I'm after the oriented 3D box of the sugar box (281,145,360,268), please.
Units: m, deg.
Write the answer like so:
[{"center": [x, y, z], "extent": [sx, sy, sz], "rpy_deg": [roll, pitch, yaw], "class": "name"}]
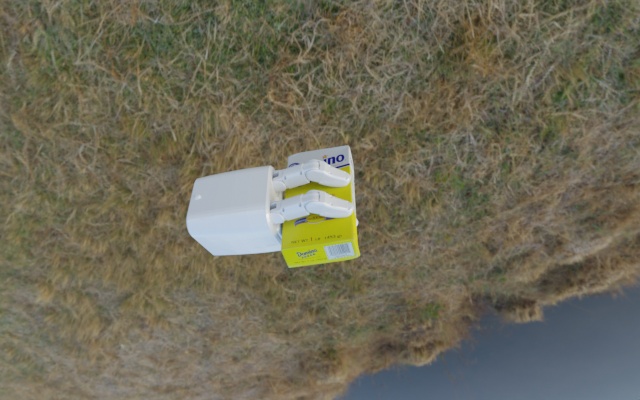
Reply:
[{"center": [0.000, 0.002, 0.639], "extent": [0.093, 0.176, 0.048], "rpy_deg": [-9, -42, 8], "class": "sugar box"}]
